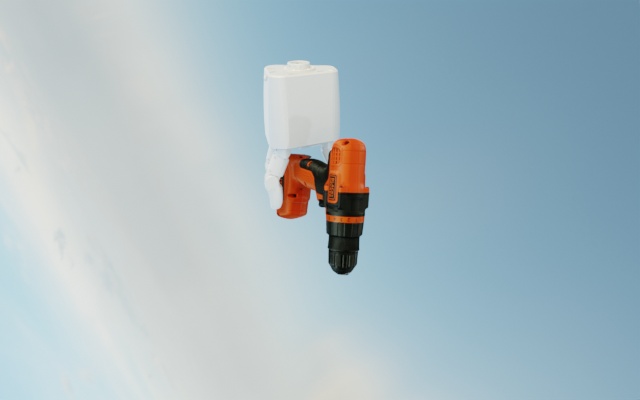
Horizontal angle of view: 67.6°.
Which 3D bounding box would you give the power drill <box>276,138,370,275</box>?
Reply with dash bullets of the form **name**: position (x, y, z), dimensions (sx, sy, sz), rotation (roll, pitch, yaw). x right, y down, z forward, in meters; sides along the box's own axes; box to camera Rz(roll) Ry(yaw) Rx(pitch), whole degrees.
- **power drill**: position (0.000, 0.002, 0.700), dimensions (0.057, 0.184, 0.187), rotation (2, 5, -33)
